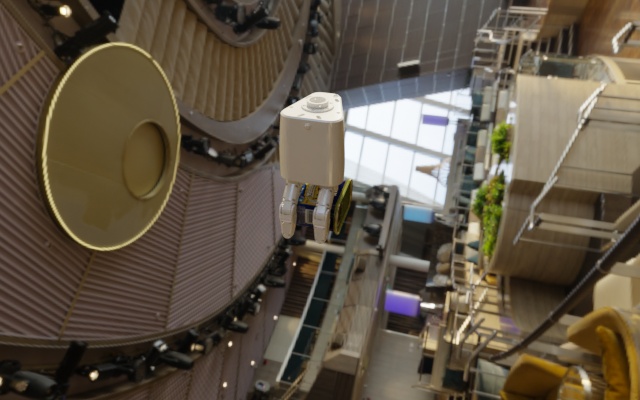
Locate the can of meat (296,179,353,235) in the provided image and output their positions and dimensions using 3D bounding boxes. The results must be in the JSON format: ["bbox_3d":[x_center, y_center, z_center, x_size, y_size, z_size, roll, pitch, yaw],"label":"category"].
[{"bbox_3d":[0.000,0.002,0.777,0.084,0.057,0.102,10,38,13],"label":"can of meat"}]
